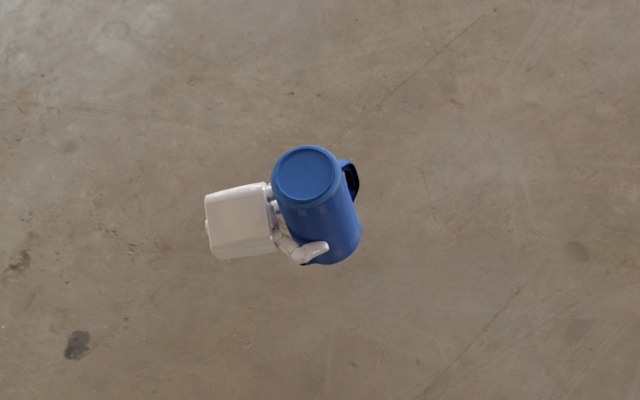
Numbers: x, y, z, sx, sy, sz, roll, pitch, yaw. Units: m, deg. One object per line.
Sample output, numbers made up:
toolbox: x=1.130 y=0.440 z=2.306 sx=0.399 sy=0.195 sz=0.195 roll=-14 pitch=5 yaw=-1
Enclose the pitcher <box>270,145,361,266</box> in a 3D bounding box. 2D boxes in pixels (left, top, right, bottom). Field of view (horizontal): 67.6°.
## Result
pitcher: x=0.000 y=0.003 z=0.807 sx=0.145 sy=0.149 sz=0.243 roll=-11 pitch=-26 yaw=4
